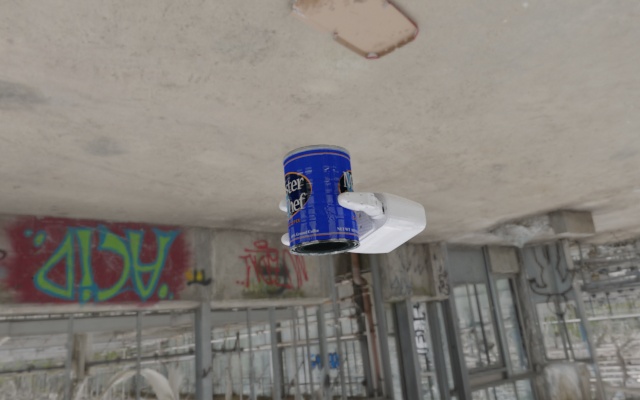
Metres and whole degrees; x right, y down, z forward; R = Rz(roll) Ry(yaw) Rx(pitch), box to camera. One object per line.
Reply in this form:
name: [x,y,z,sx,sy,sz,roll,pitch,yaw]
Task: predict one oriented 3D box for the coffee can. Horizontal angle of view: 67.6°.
coffee can: [0.000,0.002,0.700,0.103,0.140,0.103,-5,-16,-1]
